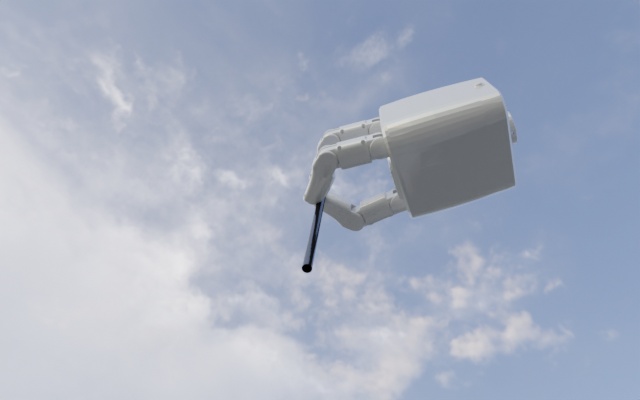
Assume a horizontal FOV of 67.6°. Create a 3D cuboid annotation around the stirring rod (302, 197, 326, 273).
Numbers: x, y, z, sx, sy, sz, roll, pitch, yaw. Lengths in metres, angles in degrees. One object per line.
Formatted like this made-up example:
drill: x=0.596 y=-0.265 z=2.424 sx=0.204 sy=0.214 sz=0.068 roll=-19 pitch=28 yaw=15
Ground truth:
stirring rod: x=0.000 y=0.002 z=0.468 sx=0.011 sy=0.011 sz=0.239 roll=0 pitch=24 yaw=5
